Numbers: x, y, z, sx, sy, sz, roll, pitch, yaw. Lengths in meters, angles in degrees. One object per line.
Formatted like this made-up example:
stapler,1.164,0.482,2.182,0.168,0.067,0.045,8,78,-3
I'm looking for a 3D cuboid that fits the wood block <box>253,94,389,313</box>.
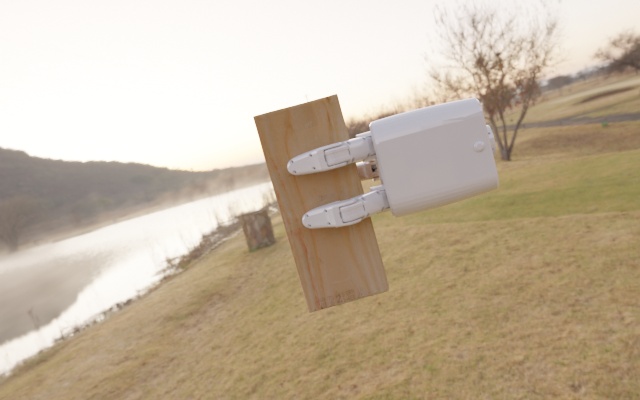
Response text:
wood block,0.000,0.001,0.521,0.090,0.206,0.091,-15,5,-1
